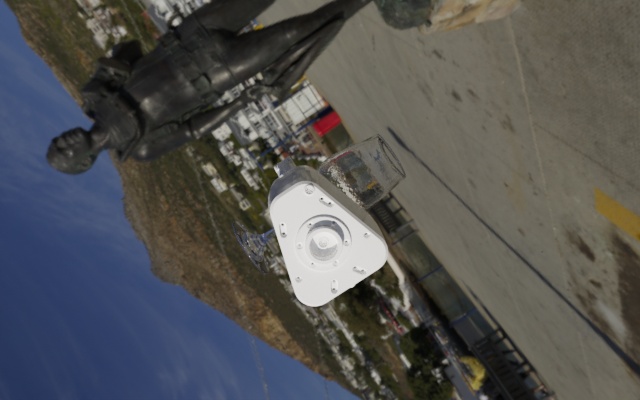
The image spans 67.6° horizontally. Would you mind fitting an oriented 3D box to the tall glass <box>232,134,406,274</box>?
[{"bbox_3d":[-0.001,0.002,0.564,0.201,0.079,0.079,-33,-1,2],"label":"tall glass"}]
